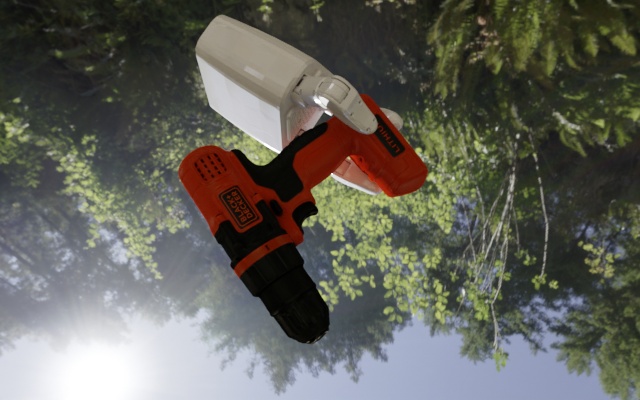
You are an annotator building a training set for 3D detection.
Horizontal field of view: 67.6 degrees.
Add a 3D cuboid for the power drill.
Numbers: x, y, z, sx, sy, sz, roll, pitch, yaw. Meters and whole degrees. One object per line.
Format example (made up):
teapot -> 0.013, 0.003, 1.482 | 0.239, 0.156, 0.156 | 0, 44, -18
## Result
power drill -> 0.000, 0.001, 0.412 | 0.187, 0.184, 0.057 | -31, -11, -23
